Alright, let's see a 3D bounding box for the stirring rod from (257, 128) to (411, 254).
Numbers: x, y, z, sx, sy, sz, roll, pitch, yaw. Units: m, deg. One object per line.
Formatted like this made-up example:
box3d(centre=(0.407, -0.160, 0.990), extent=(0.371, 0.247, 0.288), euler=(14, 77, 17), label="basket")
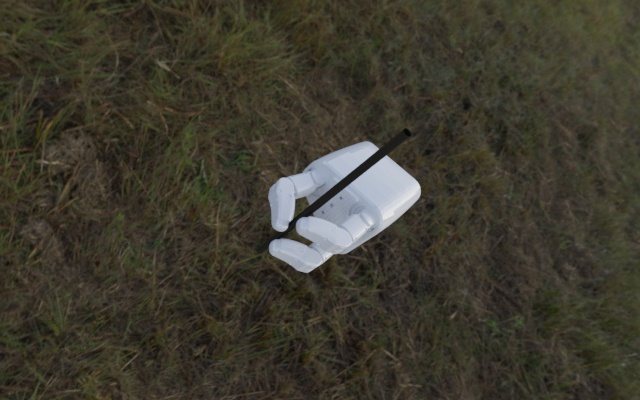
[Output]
box3d(centre=(0.000, 0.001, 0.457), extent=(0.011, 0.011, 0.240), euler=(0, -27, -40), label="stirring rod")
